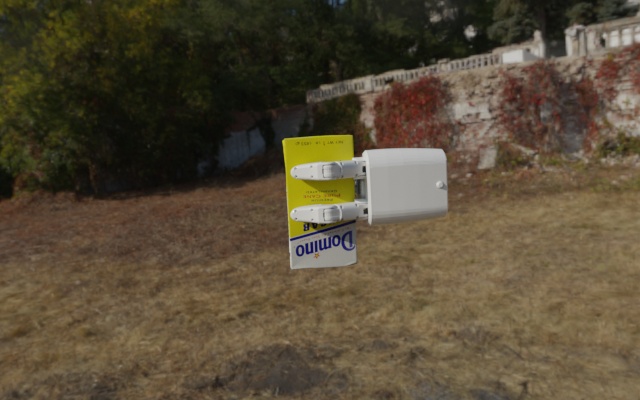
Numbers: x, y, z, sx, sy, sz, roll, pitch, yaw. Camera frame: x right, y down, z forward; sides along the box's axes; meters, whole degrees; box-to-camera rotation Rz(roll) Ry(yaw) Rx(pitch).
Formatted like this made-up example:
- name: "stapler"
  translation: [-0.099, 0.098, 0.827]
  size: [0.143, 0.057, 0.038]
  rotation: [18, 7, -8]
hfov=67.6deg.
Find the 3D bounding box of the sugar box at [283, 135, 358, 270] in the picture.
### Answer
- name: "sugar box"
  translation: [0.000, 0.002, 0.646]
  size: [0.093, 0.176, 0.048]
  rotation: [-4, 6, -4]
